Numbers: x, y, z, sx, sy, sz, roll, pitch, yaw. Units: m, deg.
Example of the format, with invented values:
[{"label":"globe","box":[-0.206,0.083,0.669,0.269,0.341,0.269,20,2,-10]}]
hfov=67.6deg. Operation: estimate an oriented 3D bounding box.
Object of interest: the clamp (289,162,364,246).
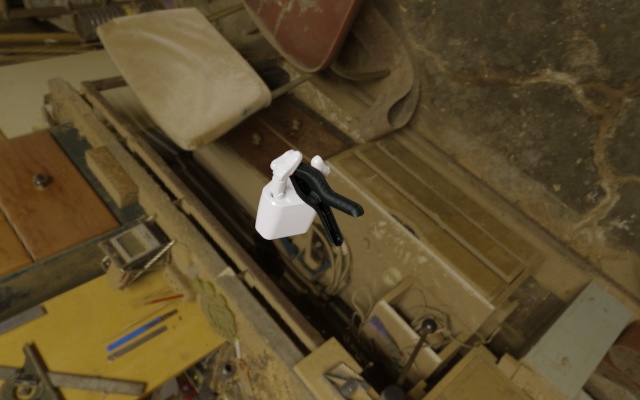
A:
[{"label":"clamp","box":[0.000,0.003,0.852,0.039,0.120,0.171,-26,60,-38]}]
